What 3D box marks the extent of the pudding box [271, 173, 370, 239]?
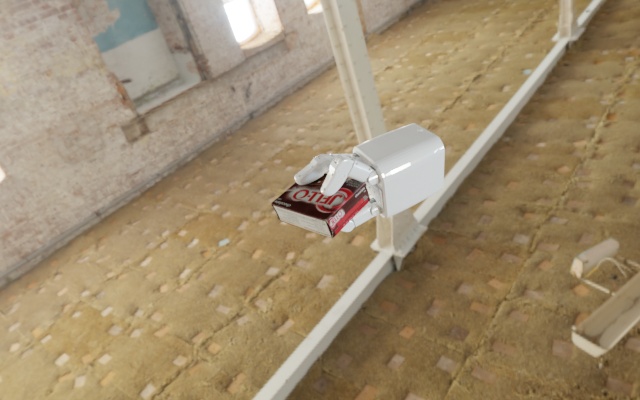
[{"bbox_3d":[0.000,0.002,0.683,0.113,0.039,0.090,13,44,43],"label":"pudding box"}]
